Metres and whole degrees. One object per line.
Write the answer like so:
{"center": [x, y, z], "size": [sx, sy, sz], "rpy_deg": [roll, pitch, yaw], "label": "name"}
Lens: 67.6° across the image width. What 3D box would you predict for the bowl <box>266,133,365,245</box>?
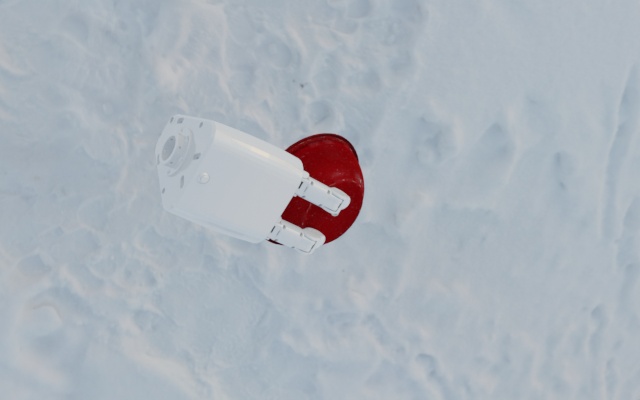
{"center": [0.001, 0.002, 0.584], "size": [0.162, 0.162, 0.055], "rpy_deg": [0, 31, -43], "label": "bowl"}
